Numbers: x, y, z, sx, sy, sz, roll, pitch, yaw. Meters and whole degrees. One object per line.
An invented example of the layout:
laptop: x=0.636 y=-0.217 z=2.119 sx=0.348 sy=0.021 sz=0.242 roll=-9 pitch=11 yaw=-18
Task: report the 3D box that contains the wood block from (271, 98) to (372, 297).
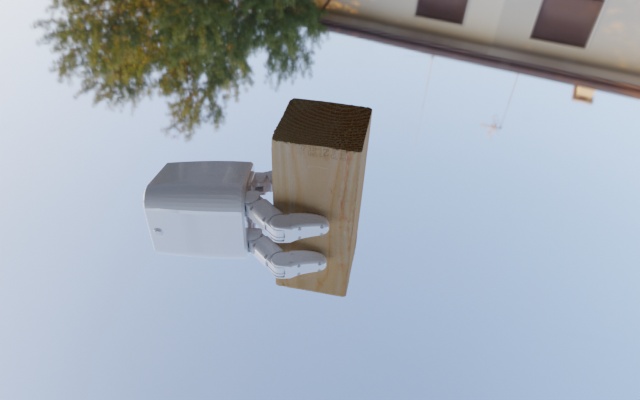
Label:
wood block: x=0.000 y=0.002 z=0.539 sx=0.090 sy=0.206 sz=0.090 roll=8 pitch=40 yaw=6
